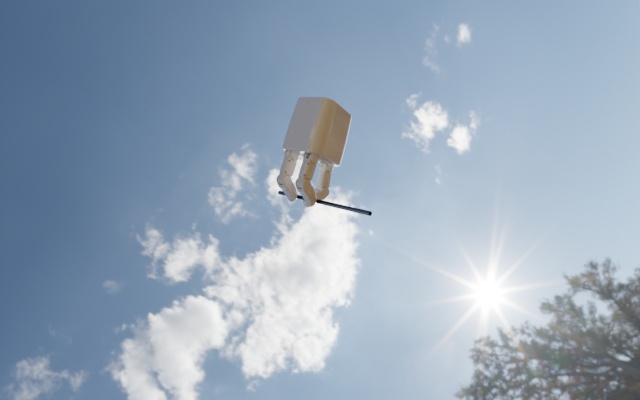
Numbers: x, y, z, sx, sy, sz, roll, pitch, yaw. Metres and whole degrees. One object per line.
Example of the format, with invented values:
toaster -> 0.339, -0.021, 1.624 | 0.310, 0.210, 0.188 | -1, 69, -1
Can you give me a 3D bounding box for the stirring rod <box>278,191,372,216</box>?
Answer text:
stirring rod -> 0.000, 0.003, 0.881 | 0.011, 0.011, 0.239 | 0, 9, -44
